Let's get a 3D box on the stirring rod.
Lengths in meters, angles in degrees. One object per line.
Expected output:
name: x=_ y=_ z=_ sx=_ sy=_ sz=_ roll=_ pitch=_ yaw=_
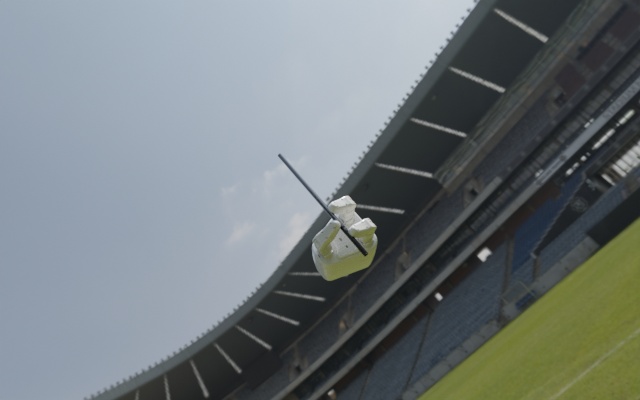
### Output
stirring rod: x=0.000 y=0.003 z=0.806 sx=0.011 sy=0.239 sz=0.011 roll=-34 pitch=-23 yaw=-17
